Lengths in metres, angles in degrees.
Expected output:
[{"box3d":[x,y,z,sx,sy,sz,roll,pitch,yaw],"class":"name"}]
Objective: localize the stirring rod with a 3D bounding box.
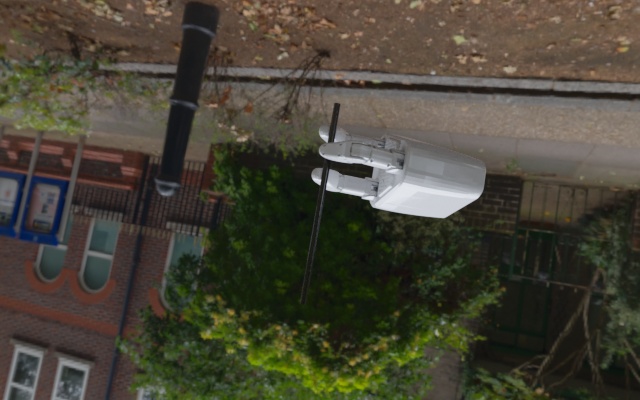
[{"box3d":[0.000,0.002,0.563,0.011,0.239,0.011,10,-5,1],"class":"stirring rod"}]
